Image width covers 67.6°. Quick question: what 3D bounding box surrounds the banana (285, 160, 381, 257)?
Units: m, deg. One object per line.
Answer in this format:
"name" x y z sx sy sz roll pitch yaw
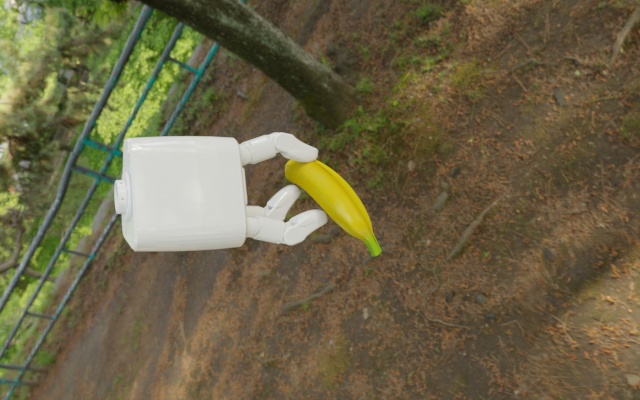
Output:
"banana" 0.000 -0.011 0.549 0.037 0.070 0.197 -22 40 -20
